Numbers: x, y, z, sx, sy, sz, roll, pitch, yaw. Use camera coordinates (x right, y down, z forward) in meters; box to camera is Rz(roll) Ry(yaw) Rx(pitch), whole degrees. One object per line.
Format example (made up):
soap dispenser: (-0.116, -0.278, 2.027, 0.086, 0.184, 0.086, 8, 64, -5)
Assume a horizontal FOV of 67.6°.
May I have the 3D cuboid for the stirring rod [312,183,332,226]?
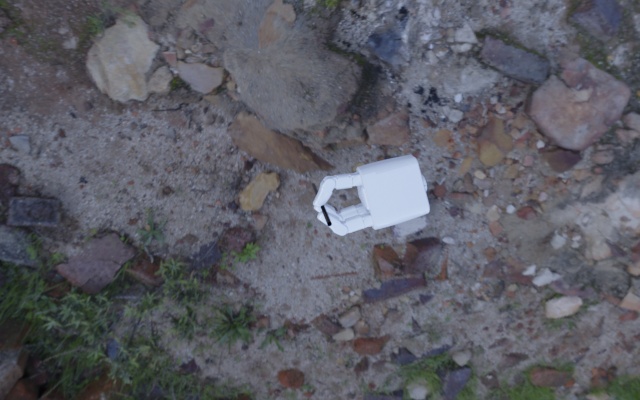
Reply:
stirring rod: (0.000, 0.003, 0.887, 0.011, 0.011, 0.239, 0, 17, -7)
